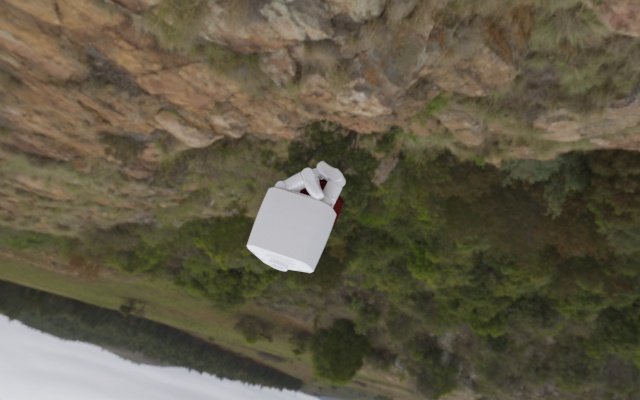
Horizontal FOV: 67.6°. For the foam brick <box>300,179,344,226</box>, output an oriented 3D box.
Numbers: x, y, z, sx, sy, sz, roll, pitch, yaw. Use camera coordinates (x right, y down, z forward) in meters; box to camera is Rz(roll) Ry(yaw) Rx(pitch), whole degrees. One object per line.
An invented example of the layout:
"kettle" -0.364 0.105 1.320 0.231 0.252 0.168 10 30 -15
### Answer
"foam brick" 0.000 0.003 0.839 0.053 0.051 0.078 10 -24 25
